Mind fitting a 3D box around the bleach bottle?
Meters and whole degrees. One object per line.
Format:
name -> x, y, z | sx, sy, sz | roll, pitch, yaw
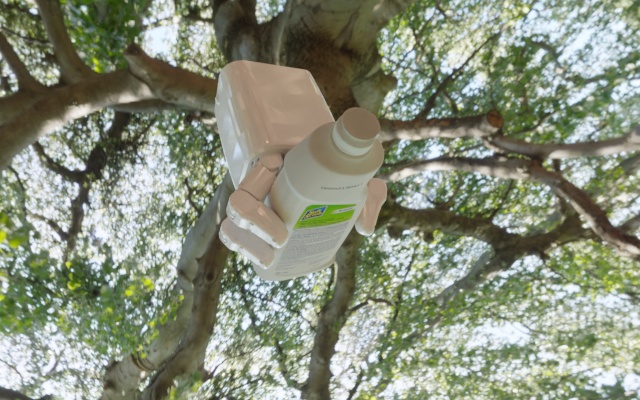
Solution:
bleach bottle -> 0.000, 0.002, 0.441 | 0.102, 0.068, 0.251 | -12, -22, -24
